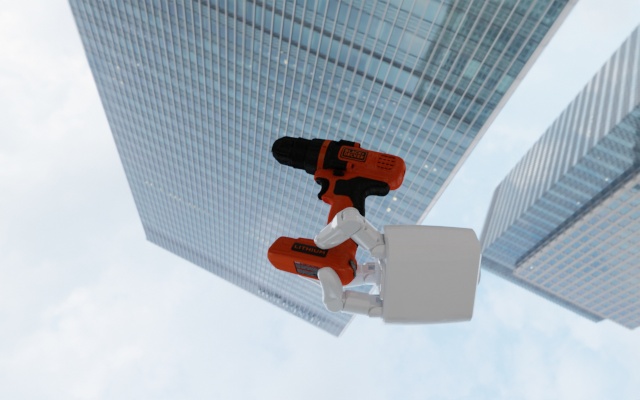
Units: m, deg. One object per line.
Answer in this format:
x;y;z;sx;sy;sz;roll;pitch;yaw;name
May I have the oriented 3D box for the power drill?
0.000;0.002;0.603;0.184;0.187;0.057;12;-28;16;power drill
